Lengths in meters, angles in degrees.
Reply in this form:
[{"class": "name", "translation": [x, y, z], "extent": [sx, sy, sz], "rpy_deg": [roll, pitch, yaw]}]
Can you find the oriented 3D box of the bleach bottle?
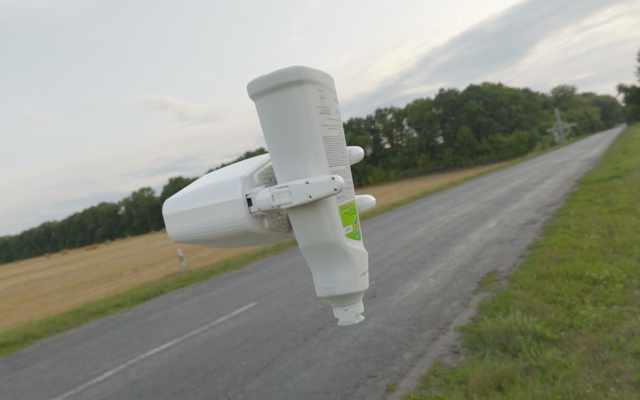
[{"class": "bleach bottle", "translation": [0.000, 0.001, 0.475], "extent": [0.068, 0.251, 0.102], "rpy_deg": [-12, 2, 26]}]
